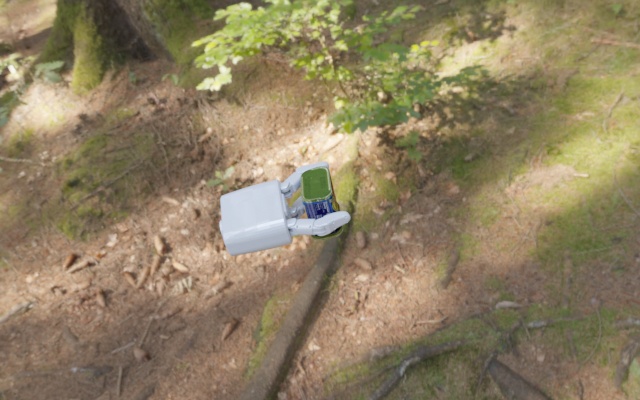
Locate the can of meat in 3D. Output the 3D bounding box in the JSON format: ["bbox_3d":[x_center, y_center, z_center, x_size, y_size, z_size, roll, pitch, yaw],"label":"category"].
[{"bbox_3d":[0.000,0.002,0.816,0.057,0.084,0.102,-12,36,4],"label":"can of meat"}]
